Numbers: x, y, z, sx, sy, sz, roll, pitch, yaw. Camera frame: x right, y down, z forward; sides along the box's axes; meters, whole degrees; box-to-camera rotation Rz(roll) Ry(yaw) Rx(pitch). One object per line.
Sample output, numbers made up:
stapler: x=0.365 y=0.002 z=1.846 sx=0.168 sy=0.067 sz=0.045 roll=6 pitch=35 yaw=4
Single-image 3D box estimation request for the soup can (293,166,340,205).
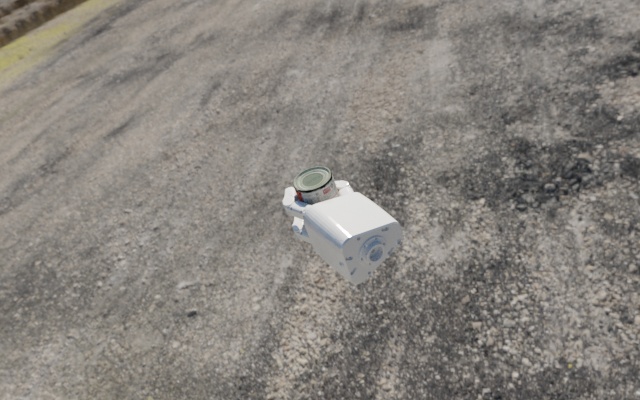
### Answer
soup can: x=0.000 y=0.002 z=0.802 sx=0.068 sy=0.102 sz=0.068 roll=-13 pitch=37 yaw=10
